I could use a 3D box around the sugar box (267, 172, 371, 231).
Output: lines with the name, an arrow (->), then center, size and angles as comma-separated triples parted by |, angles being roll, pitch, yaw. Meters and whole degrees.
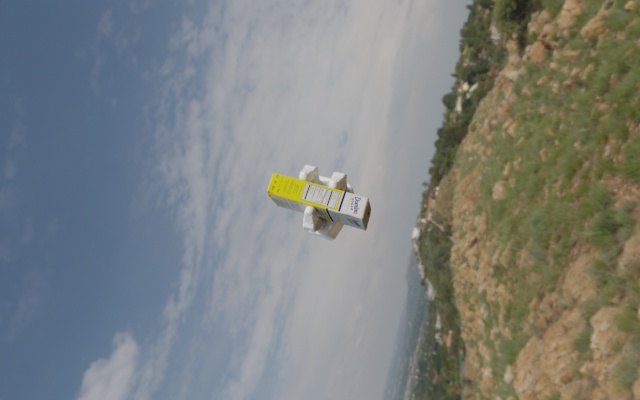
sugar box -> 0.000, 0.002, 0.850 | 0.176, 0.048, 0.093 | 13, -13, 12
